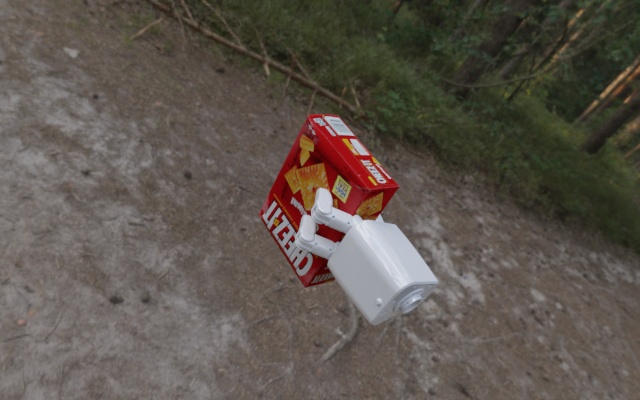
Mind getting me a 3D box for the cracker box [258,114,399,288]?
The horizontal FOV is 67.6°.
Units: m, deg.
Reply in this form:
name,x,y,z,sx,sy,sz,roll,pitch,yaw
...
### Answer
name,x,y,z,sx,sy,sz,roll,pitch,yaw
cracker box,0.000,0.002,0.728,0.072,0.214,0.164,-6,49,-41
